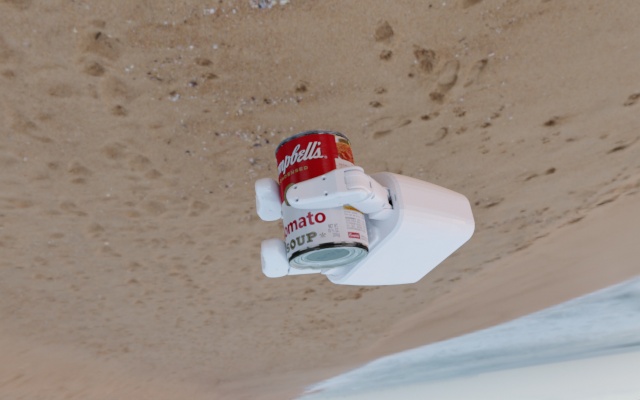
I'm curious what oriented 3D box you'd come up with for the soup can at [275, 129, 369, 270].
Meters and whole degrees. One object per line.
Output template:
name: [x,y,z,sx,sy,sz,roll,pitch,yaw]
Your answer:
soup can: [0.000,0.001,0.403,0.068,0.102,0.068,-7,-22,-3]
